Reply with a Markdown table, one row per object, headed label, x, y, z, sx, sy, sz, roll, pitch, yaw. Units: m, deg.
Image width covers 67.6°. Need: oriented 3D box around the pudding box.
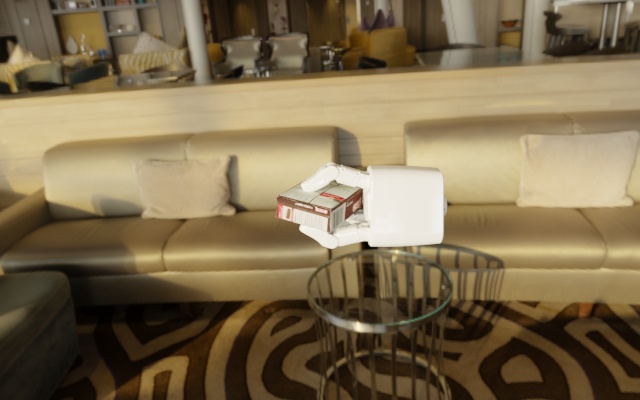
| label | x | y | z | sx | sy | sz | roll | pitch | yaw |
| --- | --- | --- | --- | --- | --- | --- | --- | --- | --- |
| pudding box | 0.000 | 0.002 | 0.709 | 0.090 | 0.039 | 0.113 | 14 | 22 | 24 |
